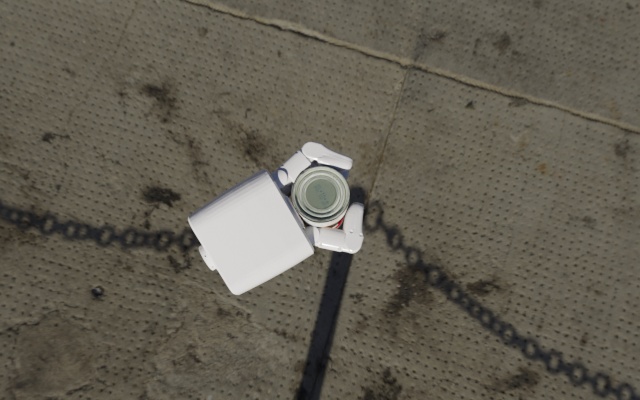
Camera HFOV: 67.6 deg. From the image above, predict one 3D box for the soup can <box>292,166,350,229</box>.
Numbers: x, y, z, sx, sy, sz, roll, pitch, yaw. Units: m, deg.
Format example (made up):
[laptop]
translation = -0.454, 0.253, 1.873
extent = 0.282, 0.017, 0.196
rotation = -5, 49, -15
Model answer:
[soup can]
translation = 0.001, 0.002, 0.584
extent = 0.068, 0.068, 0.102
rotation = 0, -11, 0
